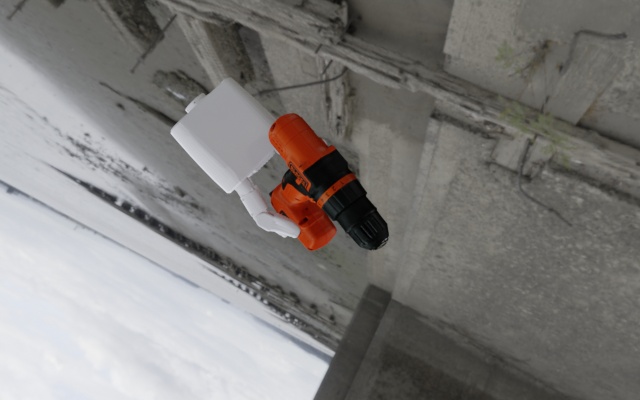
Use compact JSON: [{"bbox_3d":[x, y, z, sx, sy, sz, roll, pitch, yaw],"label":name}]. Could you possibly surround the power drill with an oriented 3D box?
[{"bbox_3d":[0.000,0.002,0.594,0.057,0.184,0.188,-33,-11,-21],"label":"power drill"}]
